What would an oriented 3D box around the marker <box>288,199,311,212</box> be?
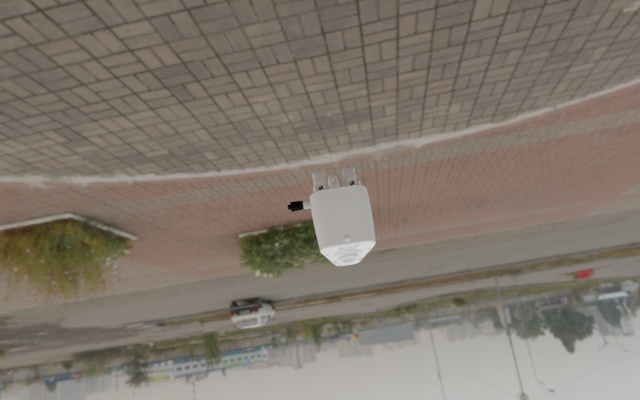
[{"bbox_3d":[0.000,0.003,0.874,0.121,0.020,0.020,-9,0,-1],"label":"marker"}]
